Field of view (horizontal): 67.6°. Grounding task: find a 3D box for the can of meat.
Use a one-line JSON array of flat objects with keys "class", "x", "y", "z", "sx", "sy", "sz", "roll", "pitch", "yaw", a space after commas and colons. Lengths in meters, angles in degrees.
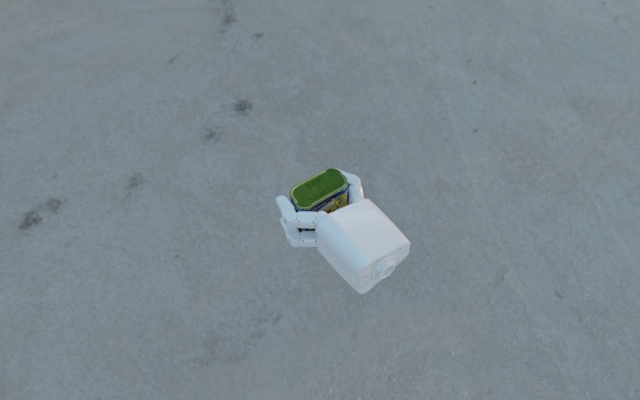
[{"class": "can of meat", "x": 0.000, "y": 0.002, "z": 0.801, "sx": 0.102, "sy": 0.057, "sz": 0.084, "roll": -30, "pitch": -33, "yaw": -16}]
